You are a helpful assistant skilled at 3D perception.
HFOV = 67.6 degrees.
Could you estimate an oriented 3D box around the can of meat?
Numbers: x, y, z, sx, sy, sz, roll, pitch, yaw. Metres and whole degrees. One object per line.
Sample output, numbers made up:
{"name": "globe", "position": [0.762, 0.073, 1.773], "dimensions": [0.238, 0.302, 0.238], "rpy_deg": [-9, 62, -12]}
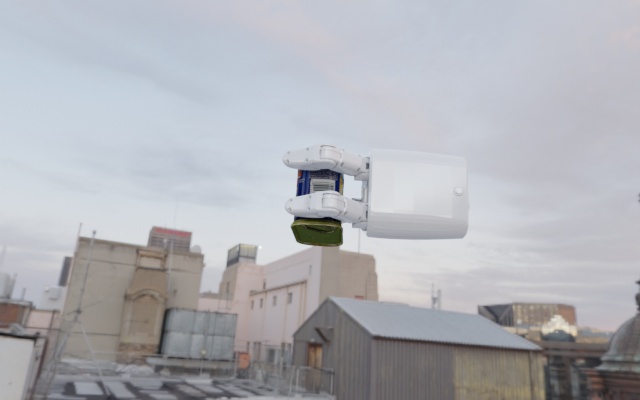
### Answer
{"name": "can of meat", "position": [0.000, 0.002, 0.558], "dimensions": [0.057, 0.084, 0.102], "rpy_deg": [3, -18, 4]}
